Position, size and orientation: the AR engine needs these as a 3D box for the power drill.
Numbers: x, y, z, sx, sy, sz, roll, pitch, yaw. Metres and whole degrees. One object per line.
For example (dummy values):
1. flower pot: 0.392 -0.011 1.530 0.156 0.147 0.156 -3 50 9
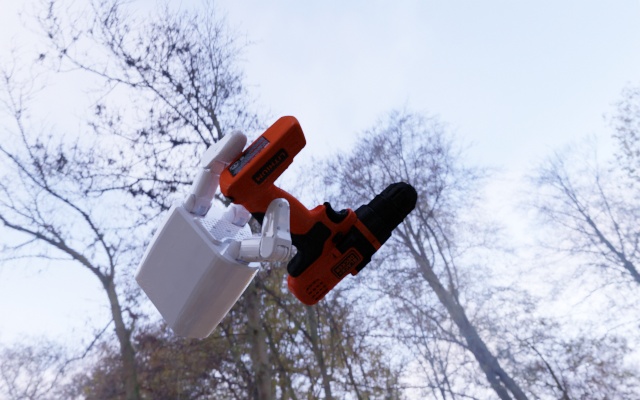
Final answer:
1. power drill: 0.000 0.002 0.515 0.188 0.184 0.057 49 -5 -26
